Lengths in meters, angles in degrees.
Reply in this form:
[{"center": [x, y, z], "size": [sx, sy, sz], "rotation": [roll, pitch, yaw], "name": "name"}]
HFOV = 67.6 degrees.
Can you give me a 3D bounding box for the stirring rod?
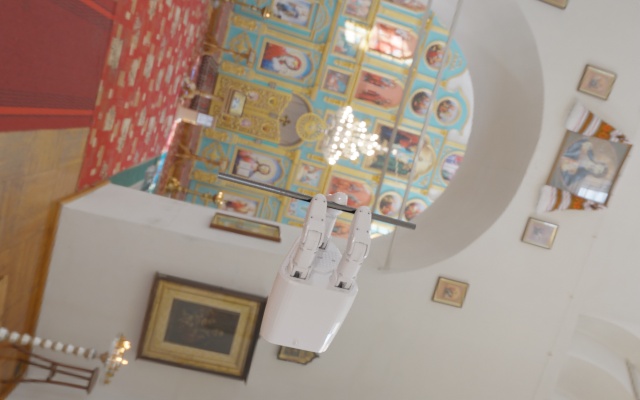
[{"center": [0.000, 0.002, 0.557], "size": [0.239, 0.011, 0.011], "rotation": [15, -3, -11], "name": "stirring rod"}]
